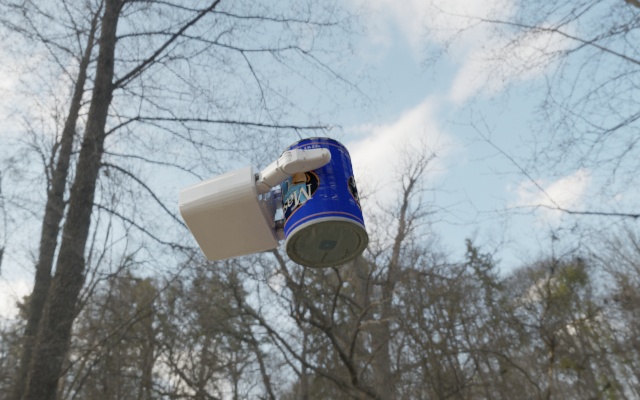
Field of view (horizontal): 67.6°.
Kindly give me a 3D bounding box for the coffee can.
[{"bbox_3d":[0.000,0.002,0.622,0.103,0.140,0.103,-5,-39,-4],"label":"coffee can"}]
